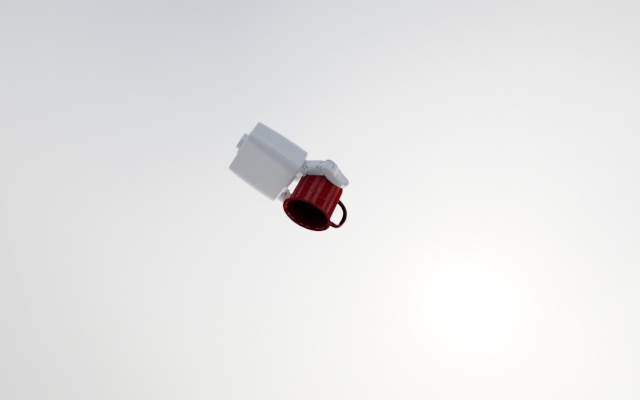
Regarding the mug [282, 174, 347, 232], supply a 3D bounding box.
[{"bbox_3d":[0.001,0.003,0.861,0.117,0.081,0.093,35,-34,-11],"label":"mug"}]
